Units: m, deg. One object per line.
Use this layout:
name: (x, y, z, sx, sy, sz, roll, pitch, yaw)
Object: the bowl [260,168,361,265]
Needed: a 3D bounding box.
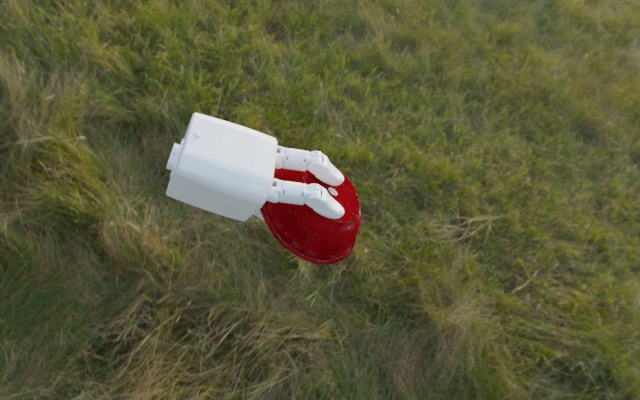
bowl: (0.001, 0.002, 0.642, 0.162, 0.162, 0.055, 0, -30, -41)
